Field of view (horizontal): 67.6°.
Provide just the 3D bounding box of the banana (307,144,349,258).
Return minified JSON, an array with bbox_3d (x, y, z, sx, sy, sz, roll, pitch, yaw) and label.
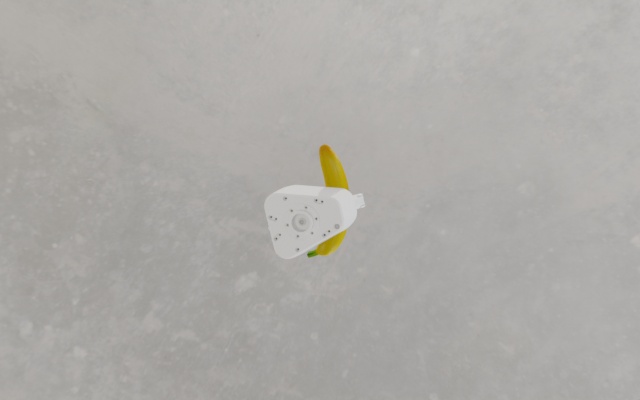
[{"bbox_3d":[0.017,0.010,0.784,0.069,0.198,0.037,12,12,21],"label":"banana"}]
